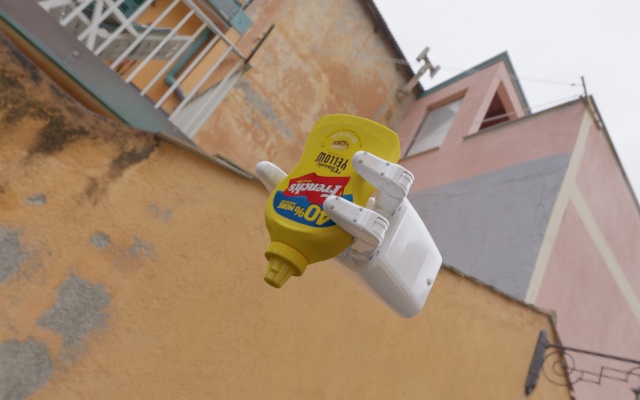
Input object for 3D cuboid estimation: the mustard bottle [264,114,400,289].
[{"bbox_3d":[0.000,0.001,0.472,0.096,0.191,0.058,19,-27,23],"label":"mustard bottle"}]
